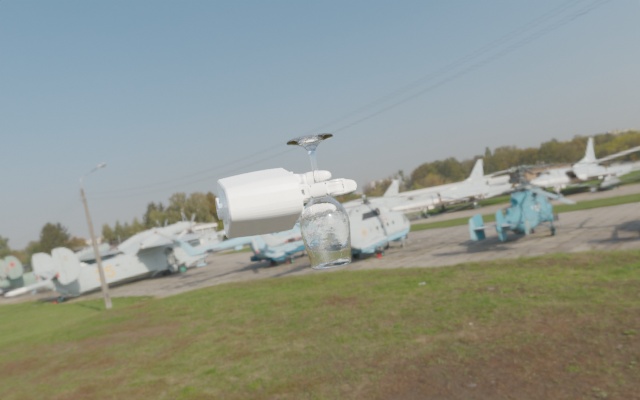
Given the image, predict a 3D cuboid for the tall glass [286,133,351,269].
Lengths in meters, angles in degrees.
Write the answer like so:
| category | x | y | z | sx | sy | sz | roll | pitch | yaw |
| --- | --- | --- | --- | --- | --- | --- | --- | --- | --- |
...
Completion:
| category | x | y | z | sx | sy | sz | roll | pitch | yaw |
| --- | --- | --- | --- | --- | --- | --- | --- | --- | --- |
| tall glass | 0.000 | 0.002 | 0.741 | 0.079 | 0.201 | 0.079 | -10 | -2 | 0 |
